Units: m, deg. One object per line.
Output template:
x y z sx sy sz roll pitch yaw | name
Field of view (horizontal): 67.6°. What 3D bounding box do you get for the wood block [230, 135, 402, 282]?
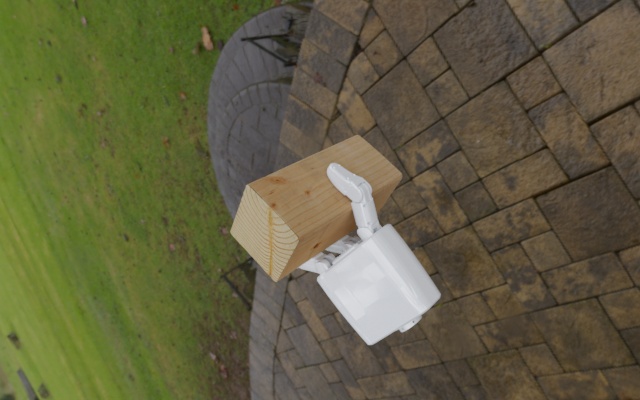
0.000 0.002 0.610 0.206 0.090 0.091 -29 -23 -42 | wood block
